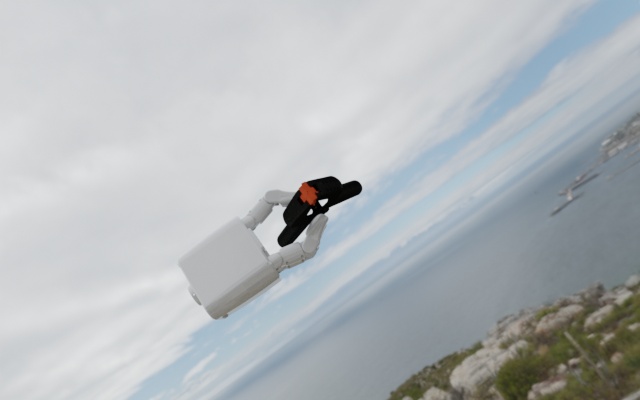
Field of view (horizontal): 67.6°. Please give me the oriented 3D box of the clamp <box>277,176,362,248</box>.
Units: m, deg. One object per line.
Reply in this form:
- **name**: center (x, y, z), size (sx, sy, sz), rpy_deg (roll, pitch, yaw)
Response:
- **clamp**: center (-0.001, 0.002, 0.691), size (0.164, 0.036, 0.210), rpy_deg (-37, -11, -9)
